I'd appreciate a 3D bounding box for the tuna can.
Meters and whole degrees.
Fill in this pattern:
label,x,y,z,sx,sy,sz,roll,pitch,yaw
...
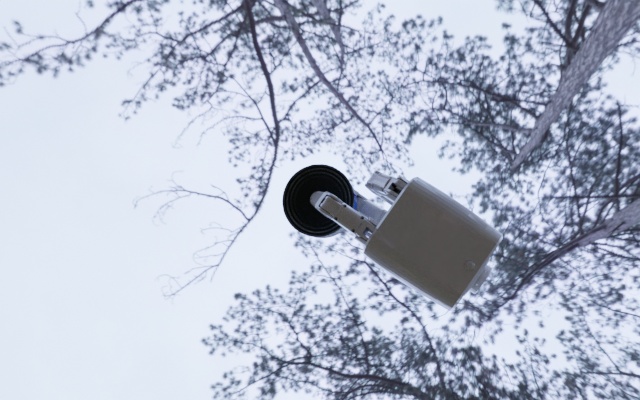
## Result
label,x,y,z,sx,sy,sz,roll,pitch,yaw
tuna can,0.000,0.002,0.569,0.086,0.086,0.034,0,-8,12
